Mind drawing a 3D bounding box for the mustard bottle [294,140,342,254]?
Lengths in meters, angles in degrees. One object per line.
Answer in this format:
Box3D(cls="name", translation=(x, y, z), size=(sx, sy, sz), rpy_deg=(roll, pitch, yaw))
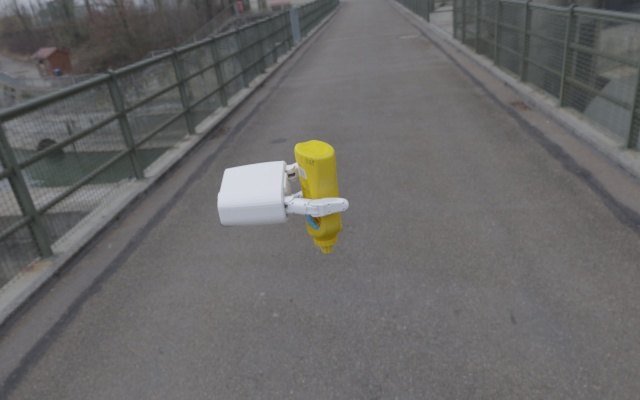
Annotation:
Box3D(cls="mustard bottle", translation=(0.000, 0.002, 0.794), size=(0.058, 0.192, 0.096), rpy_deg=(-16, 25, -18))
